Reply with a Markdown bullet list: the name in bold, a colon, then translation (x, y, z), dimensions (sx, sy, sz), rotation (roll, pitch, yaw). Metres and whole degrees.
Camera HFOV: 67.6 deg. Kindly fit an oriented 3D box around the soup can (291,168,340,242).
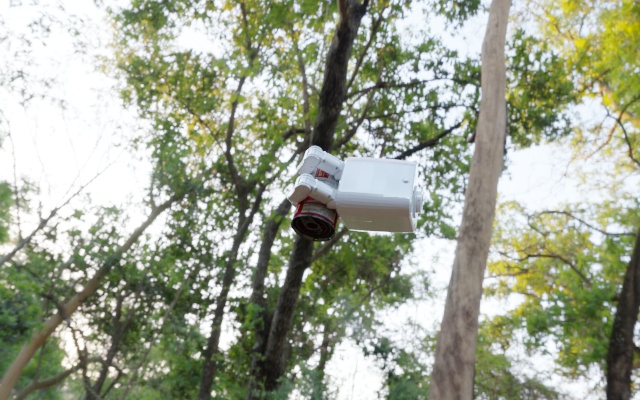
- **soup can**: translation (0.000, 0.002, 0.731), dimensions (0.068, 0.102, 0.069), rotation (11, -35, 8)
